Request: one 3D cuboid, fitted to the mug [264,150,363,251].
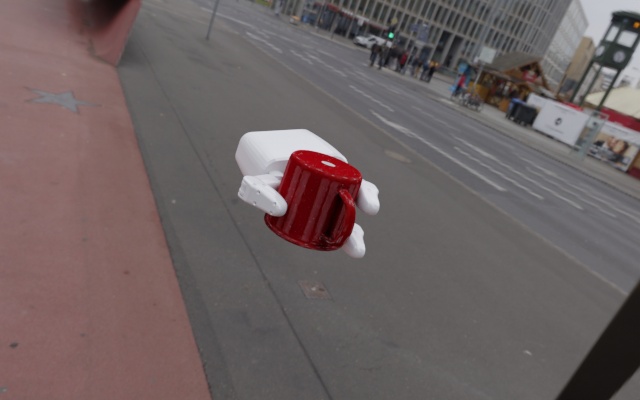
[{"bbox_3d":[0.001,0.002,0.505,0.093,0.081,0.117,8,22,-32],"label":"mug"}]
